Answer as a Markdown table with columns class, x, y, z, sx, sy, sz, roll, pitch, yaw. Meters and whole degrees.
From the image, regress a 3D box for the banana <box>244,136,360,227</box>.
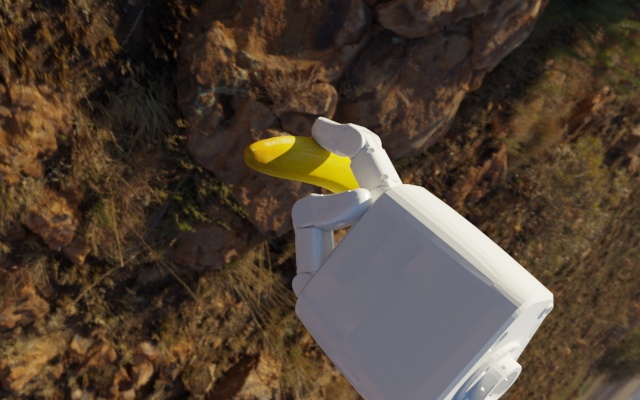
| class | x | y | z | sx | sy | sz | roll | pitch | yaw |
| --- | --- | --- | --- | --- | --- | --- | --- | --- | --- |
| banana | 0.014 | -0.011 | 0.412 | 0.037 | 0.069 | 0.198 | 44 | 1 | 38 |
